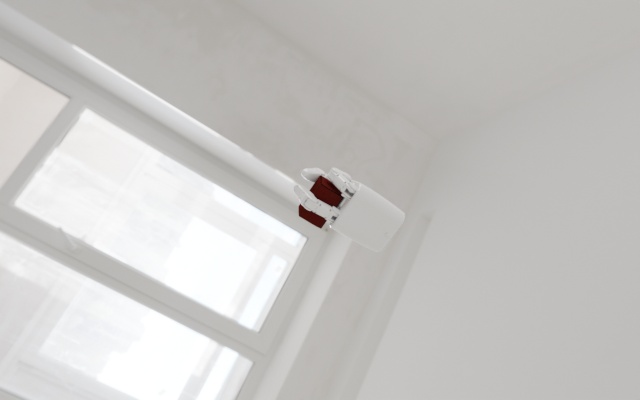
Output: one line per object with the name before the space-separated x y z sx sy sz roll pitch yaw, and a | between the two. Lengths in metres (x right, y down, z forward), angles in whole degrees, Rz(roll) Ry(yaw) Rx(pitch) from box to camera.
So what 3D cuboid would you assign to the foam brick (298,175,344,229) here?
foam brick | 0.000 0.003 0.893 0.051 0.078 0.053 31 18 -13
